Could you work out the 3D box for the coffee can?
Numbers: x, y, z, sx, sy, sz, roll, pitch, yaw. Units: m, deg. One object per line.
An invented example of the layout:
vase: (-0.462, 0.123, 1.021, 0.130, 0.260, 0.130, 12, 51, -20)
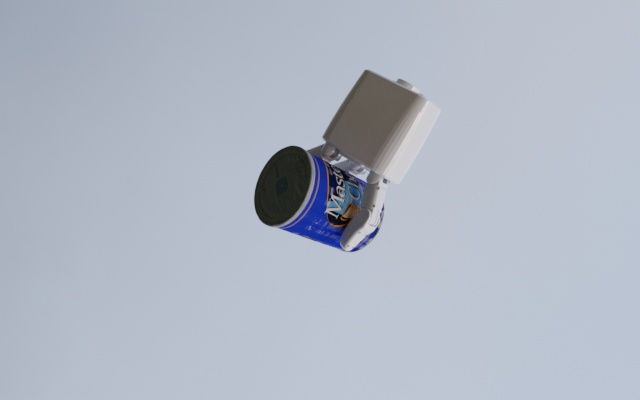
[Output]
coffee can: (0.000, 0.002, 0.620, 0.103, 0.102, 0.140, 0, -17, 46)
